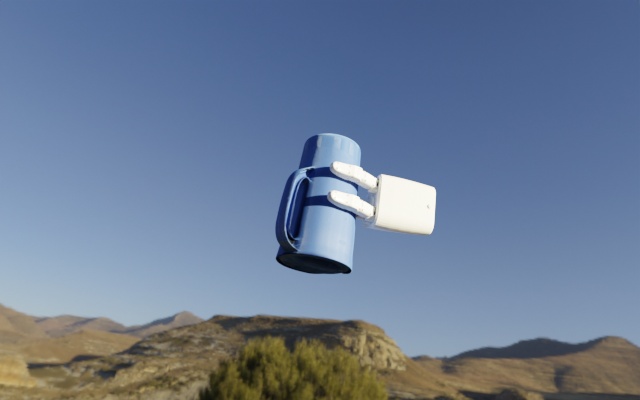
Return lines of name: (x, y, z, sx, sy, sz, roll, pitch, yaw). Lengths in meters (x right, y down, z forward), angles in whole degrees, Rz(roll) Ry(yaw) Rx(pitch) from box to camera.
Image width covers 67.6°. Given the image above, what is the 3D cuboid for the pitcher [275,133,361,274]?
pitcher: (0.000, 0.003, 0.851, 0.145, 0.242, 0.149, 11, -21, -6)
